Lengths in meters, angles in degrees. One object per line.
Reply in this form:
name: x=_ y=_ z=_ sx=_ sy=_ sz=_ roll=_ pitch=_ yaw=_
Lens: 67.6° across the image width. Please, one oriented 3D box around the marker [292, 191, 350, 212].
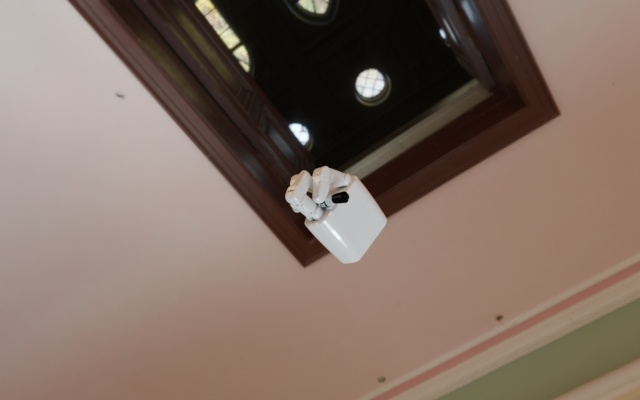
marker: x=0.000 y=0.002 z=0.773 sx=0.020 sy=0.020 sz=0.121 roll=0 pitch=-8 yaw=-44
